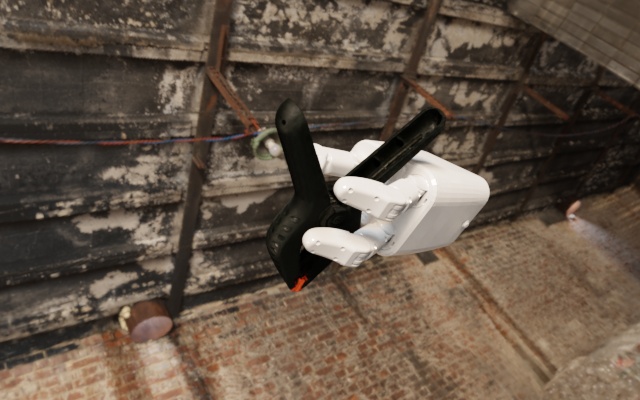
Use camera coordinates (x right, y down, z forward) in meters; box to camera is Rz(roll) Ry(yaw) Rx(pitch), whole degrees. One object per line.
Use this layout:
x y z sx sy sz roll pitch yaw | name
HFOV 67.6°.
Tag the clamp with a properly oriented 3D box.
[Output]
0.000 0.001 0.406 0.164 0.210 0.036 2 40 -42 | clamp
